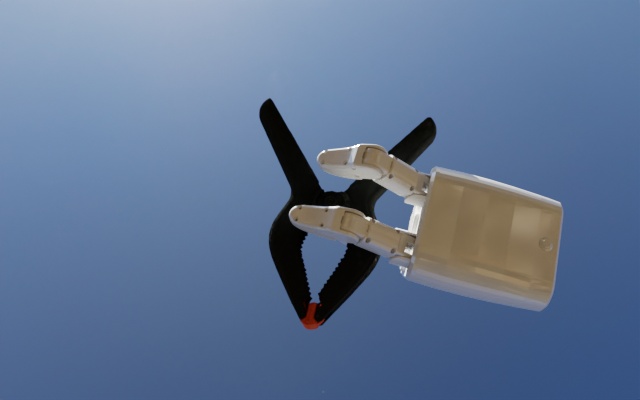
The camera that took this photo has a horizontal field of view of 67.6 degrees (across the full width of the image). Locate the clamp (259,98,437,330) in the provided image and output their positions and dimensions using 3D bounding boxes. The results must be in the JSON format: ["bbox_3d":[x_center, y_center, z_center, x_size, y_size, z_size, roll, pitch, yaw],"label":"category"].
[{"bbox_3d":[0.000,0.002,0.415,0.164,0.210,0.036,14,-21,10],"label":"clamp"}]
